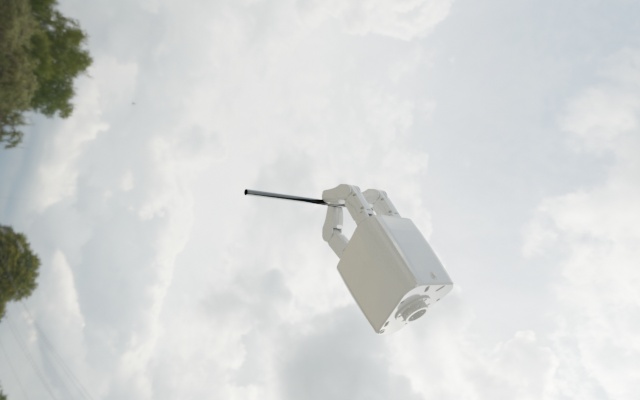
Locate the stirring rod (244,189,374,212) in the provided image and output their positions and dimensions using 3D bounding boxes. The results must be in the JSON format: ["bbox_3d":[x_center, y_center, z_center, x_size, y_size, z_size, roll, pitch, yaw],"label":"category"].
[{"bbox_3d":[0.000,0.002,0.645,0.239,0.011,0.011,8,-5,-42],"label":"stirring rod"}]
